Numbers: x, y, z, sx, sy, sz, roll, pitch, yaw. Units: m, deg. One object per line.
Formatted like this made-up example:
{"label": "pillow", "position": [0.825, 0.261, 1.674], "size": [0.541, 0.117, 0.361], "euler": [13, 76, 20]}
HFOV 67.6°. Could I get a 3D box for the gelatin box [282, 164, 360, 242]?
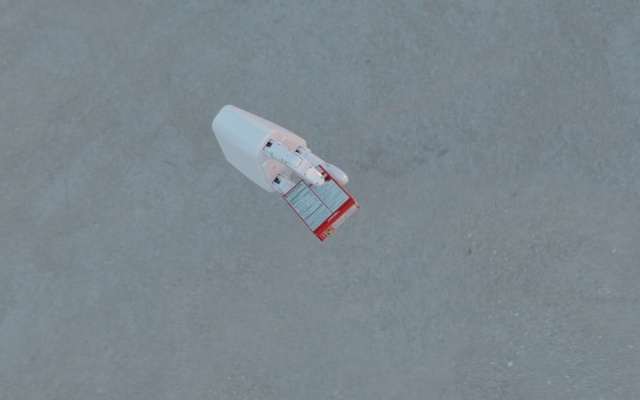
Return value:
{"label": "gelatin box", "position": [0.000, 0.002, 0.681], "size": [0.089, 0.073, 0.030], "euler": [47, 0, 33]}
